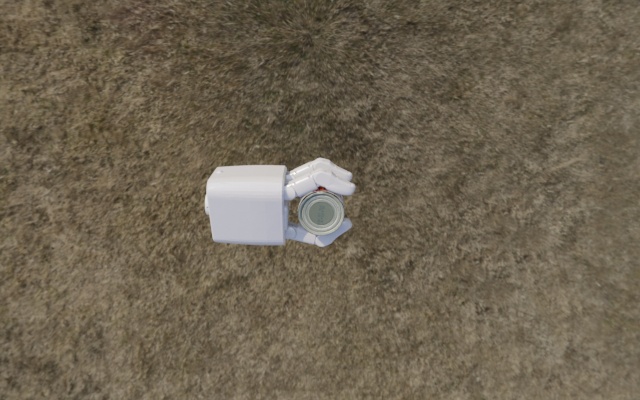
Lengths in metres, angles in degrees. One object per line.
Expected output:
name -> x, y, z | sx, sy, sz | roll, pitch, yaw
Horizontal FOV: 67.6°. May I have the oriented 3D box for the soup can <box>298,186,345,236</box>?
soup can -> 0.001, 0.003, 0.708 | 0.068, 0.068, 0.102 | 0, 19, -1
